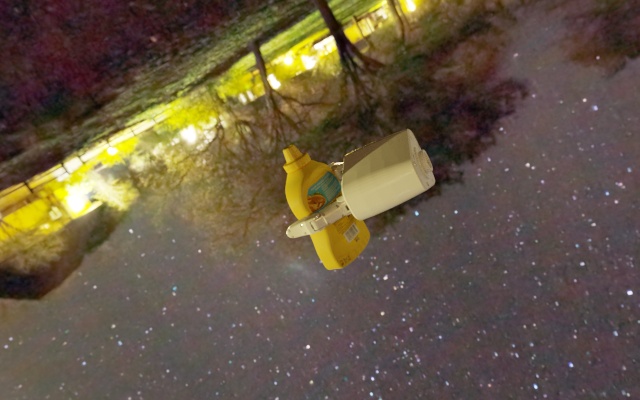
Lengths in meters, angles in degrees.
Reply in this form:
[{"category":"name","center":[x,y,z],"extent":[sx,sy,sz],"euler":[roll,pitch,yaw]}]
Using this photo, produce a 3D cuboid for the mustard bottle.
[{"category":"mustard bottle","center":[0.000,0.003,0.718],"extent":[0.058,0.192,0.096],"euler":[-15,21,46]}]
